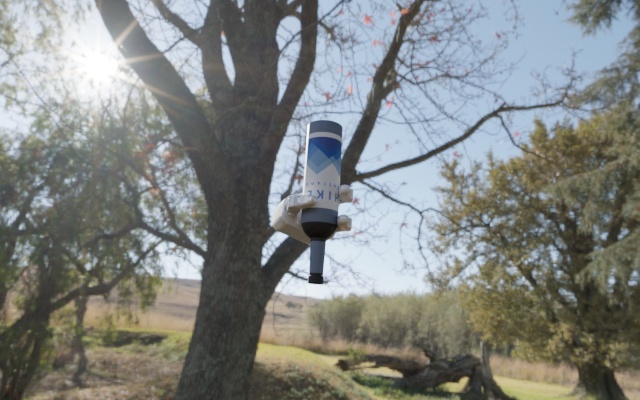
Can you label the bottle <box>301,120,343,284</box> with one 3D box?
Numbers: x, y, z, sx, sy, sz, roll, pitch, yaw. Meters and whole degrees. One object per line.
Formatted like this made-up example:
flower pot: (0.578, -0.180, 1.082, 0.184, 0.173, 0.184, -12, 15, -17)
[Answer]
bottle: (0.000, 0.003, 0.868, 0.069, 0.295, 0.069, 3, -14, 1)
